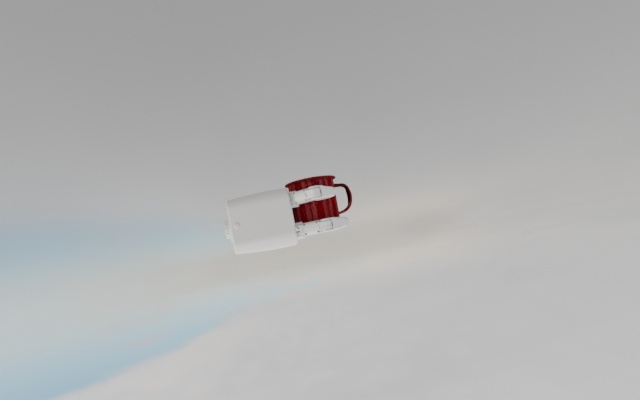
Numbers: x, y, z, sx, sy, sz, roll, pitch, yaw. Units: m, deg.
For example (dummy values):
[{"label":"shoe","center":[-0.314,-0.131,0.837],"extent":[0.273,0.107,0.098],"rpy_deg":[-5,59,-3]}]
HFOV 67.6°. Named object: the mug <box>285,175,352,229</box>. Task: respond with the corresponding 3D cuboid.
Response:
[{"label":"mug","center":[0.002,0.003,0.861],"extent":[0.117,0.081,0.093],"rpy_deg":[-10,-6,-12]}]
